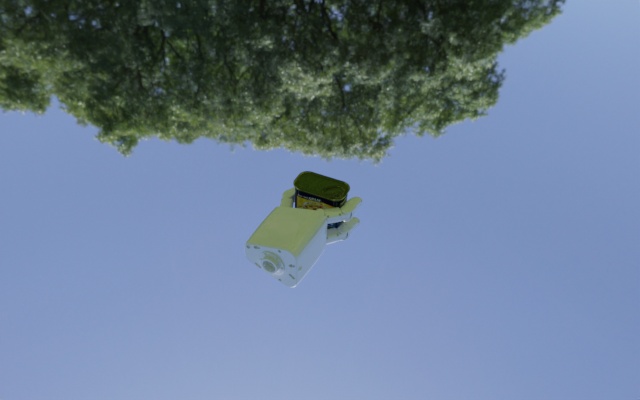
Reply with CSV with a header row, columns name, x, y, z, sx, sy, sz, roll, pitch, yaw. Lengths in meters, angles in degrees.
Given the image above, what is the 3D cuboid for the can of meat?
name,x,y,z,sx,sy,sz,roll,pitch,yaw
can of meat,0.000,0.003,0.896,0.102,0.084,0.057,18,42,16
